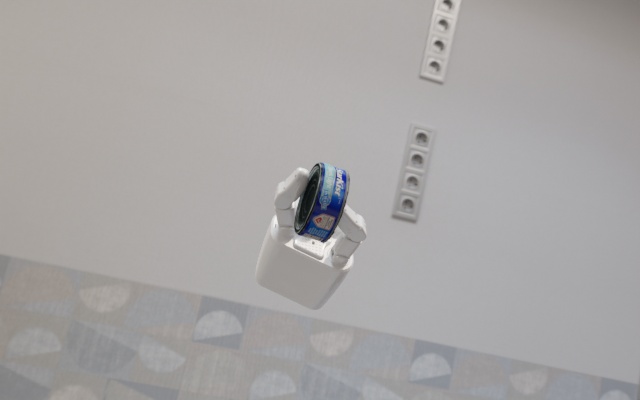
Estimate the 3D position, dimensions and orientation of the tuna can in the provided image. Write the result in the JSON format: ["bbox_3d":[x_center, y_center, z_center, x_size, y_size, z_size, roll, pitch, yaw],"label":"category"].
[{"bbox_3d":[0.000,0.002,0.529,0.034,0.086,0.086,18,-4,-13],"label":"tuna can"}]
